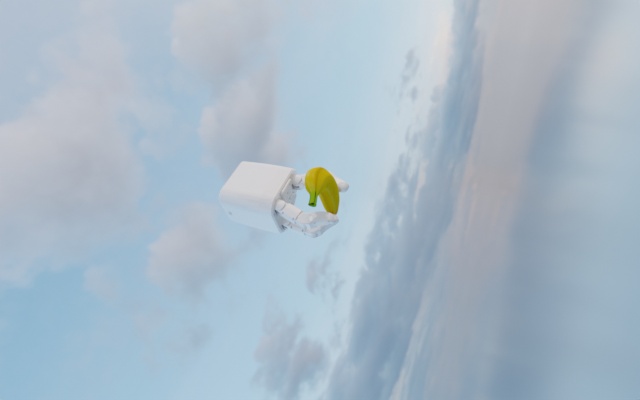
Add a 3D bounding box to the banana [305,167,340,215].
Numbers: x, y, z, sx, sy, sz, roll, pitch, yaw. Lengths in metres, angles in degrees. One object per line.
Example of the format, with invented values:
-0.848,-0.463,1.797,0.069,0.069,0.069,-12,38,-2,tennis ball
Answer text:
0.003,-0.016,0.781,0.037,0.069,0.198,10,-4,14,banana
